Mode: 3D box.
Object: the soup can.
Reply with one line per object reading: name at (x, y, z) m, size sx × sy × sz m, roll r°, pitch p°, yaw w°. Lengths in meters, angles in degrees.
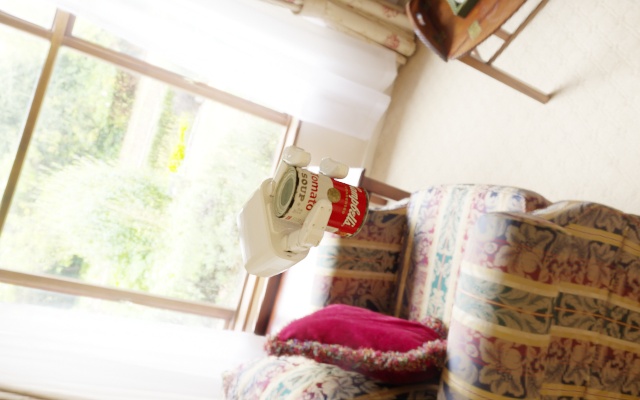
soup can at (0.000, 0.002, 0.598) m, size 0.102 × 0.068 × 0.068 m, roll 17°, pitch -7°, yaw -24°
